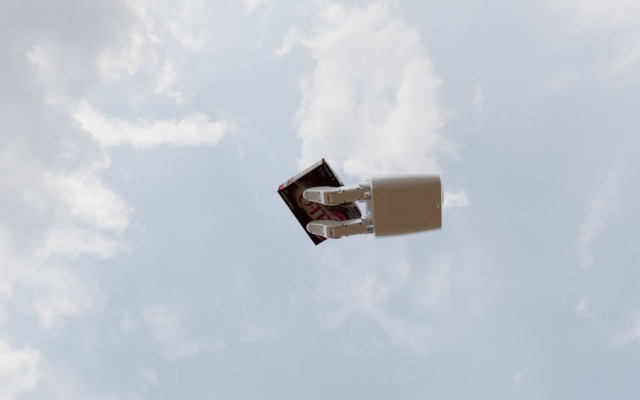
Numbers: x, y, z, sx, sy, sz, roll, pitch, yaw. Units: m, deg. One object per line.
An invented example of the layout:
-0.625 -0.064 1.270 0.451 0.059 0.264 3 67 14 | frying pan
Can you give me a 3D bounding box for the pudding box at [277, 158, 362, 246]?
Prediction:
0.000 0.002 0.753 0.090 0.113 0.039 -32 15 10 | pudding box
